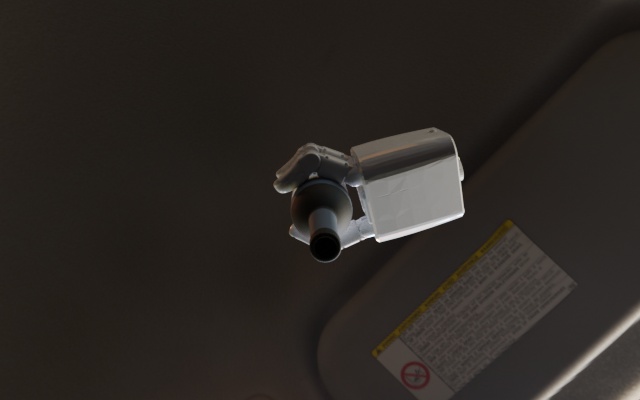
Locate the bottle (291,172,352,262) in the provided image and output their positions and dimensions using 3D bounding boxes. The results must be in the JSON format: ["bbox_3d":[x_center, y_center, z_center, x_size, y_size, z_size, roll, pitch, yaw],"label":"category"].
[{"bbox_3d":[0.000,0.002,0.547,0.069,0.069,0.295,0,15,-2],"label":"bottle"}]
